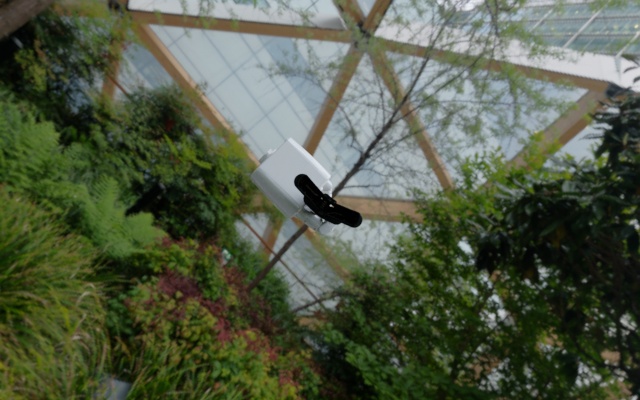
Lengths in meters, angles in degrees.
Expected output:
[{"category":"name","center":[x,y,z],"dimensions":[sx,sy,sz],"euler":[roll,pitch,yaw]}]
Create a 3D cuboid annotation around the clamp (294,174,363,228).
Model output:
[{"category":"clamp","center":[0.001,0.002,0.782],"dimensions":[0.120,0.039,0.171],"euler":[43,-11,-6]}]
